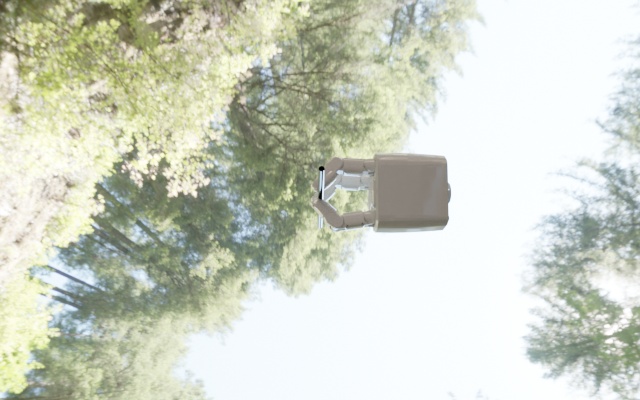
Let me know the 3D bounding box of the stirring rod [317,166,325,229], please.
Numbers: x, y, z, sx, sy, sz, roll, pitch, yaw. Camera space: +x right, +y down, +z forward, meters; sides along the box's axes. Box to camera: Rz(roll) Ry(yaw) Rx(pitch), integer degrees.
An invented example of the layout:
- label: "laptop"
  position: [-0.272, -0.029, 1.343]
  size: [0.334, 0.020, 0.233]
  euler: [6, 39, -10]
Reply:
- label: "stirring rod"
  position: [0.000, 0.002, 0.722]
  size: [0.011, 0.011, 0.240]
  euler: [0, -21, -1]
